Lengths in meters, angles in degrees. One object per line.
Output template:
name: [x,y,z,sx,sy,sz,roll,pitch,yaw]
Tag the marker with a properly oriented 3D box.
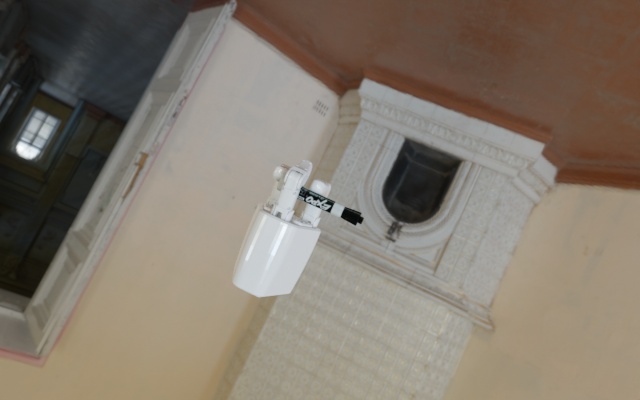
marker: [0.000,0.002,0.625,0.121,0.020,0.020,24,4,8]
